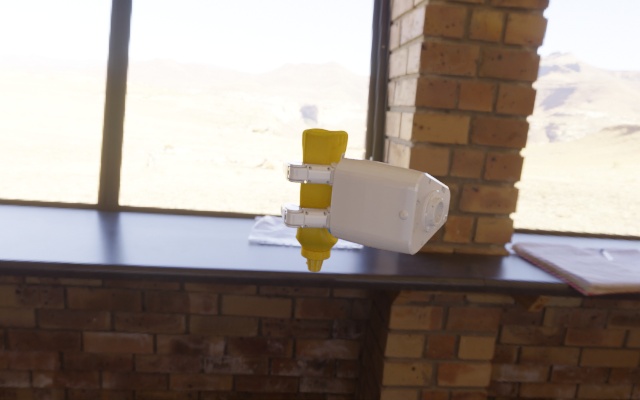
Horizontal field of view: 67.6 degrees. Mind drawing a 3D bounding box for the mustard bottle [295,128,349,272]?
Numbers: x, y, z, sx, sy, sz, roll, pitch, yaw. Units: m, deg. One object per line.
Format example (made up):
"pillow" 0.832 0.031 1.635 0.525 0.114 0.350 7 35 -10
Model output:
"mustard bottle" 0.000 0.002 0.635 0.058 0.192 0.096 7 11 10
